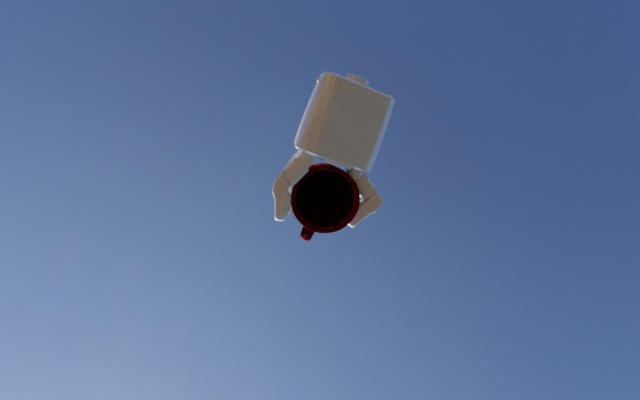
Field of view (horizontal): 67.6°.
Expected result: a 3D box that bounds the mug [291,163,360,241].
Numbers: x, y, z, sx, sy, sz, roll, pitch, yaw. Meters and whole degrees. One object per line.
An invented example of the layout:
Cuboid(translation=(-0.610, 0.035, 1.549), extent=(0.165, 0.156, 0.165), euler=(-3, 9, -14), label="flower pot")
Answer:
Cuboid(translation=(0.000, 0.004, 0.679), extent=(0.093, 0.117, 0.081), euler=(20, 10, -7), label="mug")
